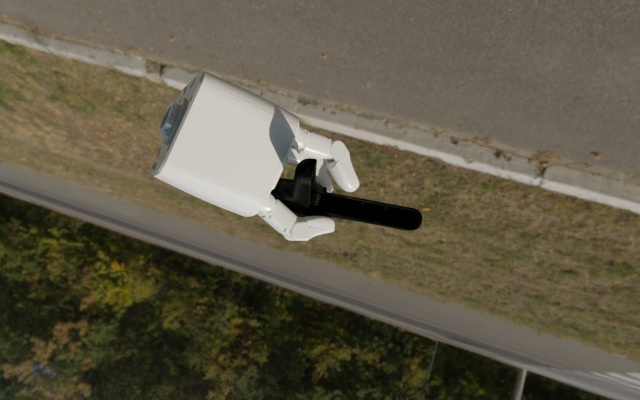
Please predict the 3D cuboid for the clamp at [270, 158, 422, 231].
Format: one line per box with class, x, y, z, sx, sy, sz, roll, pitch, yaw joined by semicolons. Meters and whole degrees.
clamp;-0.001;0.003;0.547;0.164;0.036;0.210;23;-14;-28
